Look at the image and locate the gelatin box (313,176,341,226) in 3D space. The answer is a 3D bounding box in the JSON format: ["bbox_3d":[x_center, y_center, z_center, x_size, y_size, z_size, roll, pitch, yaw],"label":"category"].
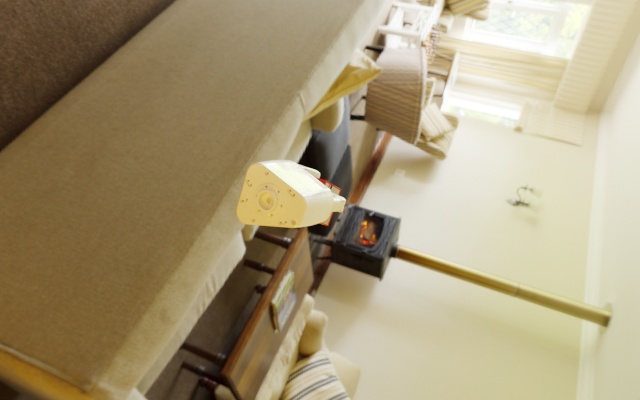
[{"bbox_3d":[0.001,0.003,0.855,0.030,0.073,0.089,18,-3,22],"label":"gelatin box"}]
